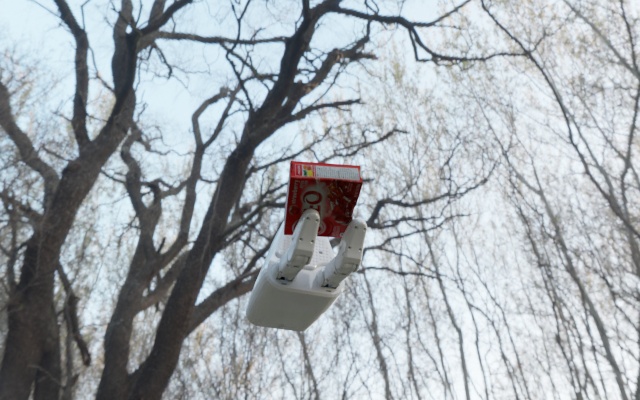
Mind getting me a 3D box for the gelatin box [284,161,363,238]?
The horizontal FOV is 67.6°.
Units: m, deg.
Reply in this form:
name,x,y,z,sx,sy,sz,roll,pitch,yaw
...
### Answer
name,x,y,z,sx,sy,sz,roll,pitch,yaw
gelatin box,0.000,0.001,0.505,0.073,0.030,0.089,4,-45,-8
